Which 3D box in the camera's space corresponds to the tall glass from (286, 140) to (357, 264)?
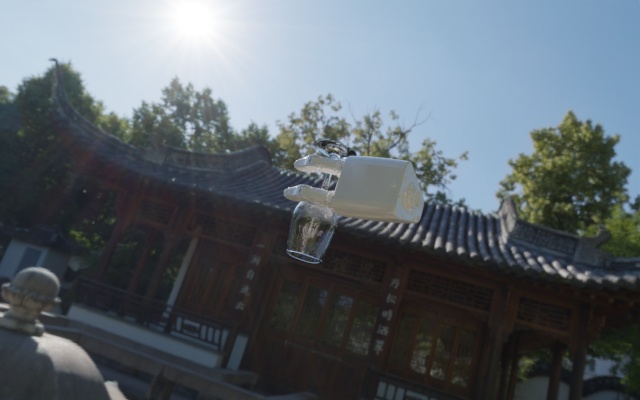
[{"bbox_3d":[0.000,0.002,0.810,0.079,0.201,0.079,16,-16,5],"label":"tall glass"}]
